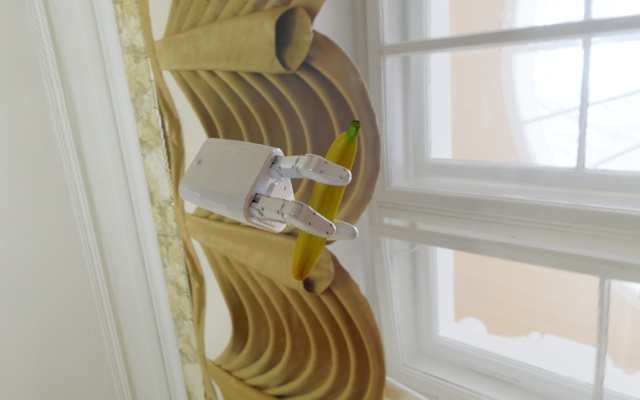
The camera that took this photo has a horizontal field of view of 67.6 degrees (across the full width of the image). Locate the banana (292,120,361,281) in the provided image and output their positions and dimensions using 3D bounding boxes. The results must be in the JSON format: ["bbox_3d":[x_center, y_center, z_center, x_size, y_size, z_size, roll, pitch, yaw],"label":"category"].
[{"bbox_3d":[0.004,0.000,0.581,0.037,0.198,0.069,19,1,9],"label":"banana"}]
